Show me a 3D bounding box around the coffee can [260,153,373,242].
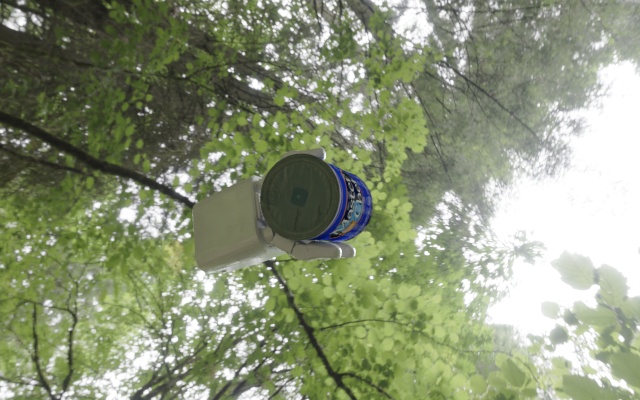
[{"bbox_3d":[0.000,0.002,0.620,0.103,0.103,0.140,0,-5,22],"label":"coffee can"}]
